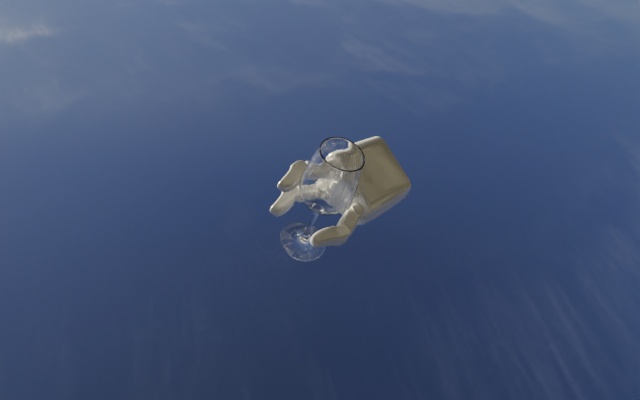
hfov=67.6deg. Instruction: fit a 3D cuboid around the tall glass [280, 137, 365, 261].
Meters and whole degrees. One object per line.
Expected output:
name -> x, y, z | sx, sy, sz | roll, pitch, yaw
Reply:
tall glass -> 0.000, 0.003, 0.679 | 0.079, 0.079, 0.201 | 0, -38, -21
